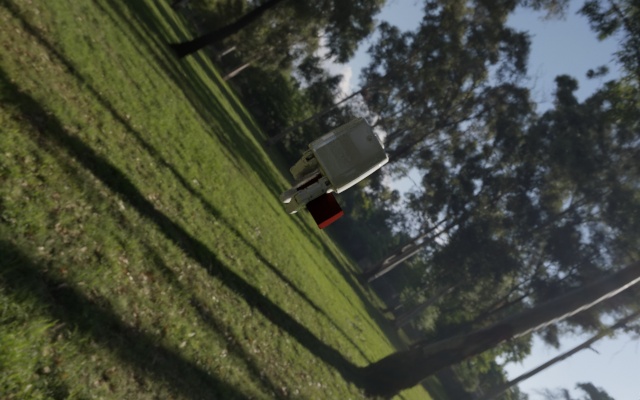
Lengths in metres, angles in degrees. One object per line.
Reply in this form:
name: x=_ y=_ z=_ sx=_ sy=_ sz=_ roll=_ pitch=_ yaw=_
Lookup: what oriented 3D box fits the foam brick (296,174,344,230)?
foam brick: x=0.000 y=0.003 z=0.838 sx=0.051 sy=0.078 sz=0.053 roll=-30 pitch=-10 yaw=-1
